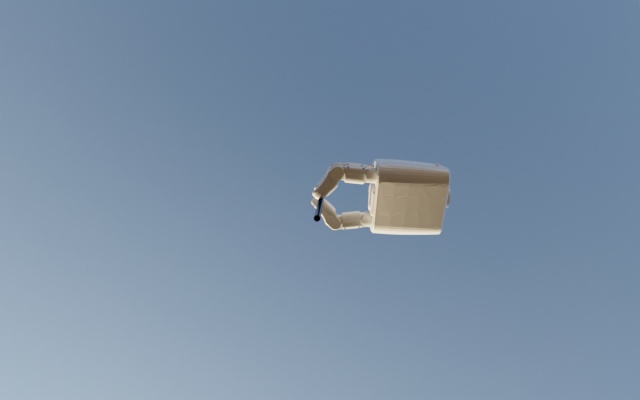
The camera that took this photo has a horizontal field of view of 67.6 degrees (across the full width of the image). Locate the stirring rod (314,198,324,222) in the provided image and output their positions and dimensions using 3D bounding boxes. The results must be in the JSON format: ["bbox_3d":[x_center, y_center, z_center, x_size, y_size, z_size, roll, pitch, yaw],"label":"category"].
[{"bbox_3d":[0.000,0.002,0.684,0.011,0.011,0.239,0,9,2],"label":"stirring rod"}]
